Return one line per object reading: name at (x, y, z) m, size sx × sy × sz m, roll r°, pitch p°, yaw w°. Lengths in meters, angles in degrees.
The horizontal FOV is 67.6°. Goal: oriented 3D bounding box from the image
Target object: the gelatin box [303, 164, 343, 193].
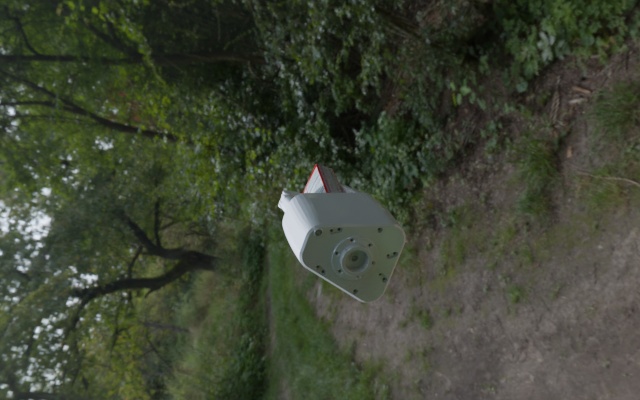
gelatin box at (0.000, 0.002, 0.661) m, size 0.030 × 0.073 × 0.089 m, roll 15°, pitch 26°, yaw -20°
